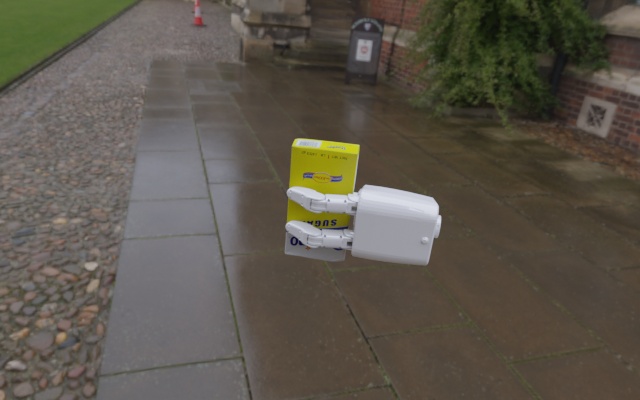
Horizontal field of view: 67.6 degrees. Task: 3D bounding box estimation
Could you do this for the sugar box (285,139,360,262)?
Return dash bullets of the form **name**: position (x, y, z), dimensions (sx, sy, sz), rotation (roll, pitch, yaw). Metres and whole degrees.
- **sugar box**: position (0.000, 0.002, 0.694), dimensions (0.093, 0.176, 0.048), rotation (7, 24, 5)
